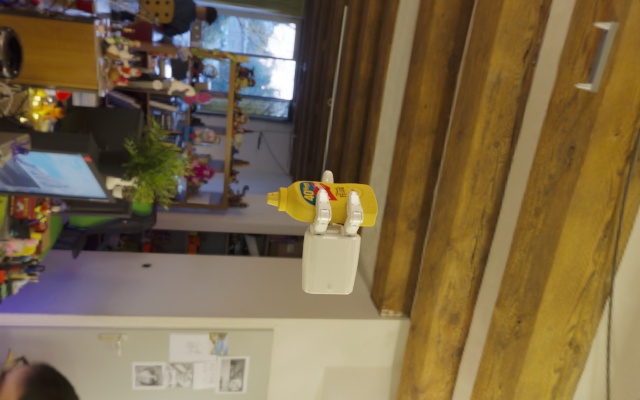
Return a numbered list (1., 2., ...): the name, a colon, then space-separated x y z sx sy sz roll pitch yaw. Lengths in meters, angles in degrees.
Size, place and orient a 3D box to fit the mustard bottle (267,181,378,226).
1. mustard bottle: 0.000 0.003 0.857 0.191 0.058 0.096 3 35 -11
